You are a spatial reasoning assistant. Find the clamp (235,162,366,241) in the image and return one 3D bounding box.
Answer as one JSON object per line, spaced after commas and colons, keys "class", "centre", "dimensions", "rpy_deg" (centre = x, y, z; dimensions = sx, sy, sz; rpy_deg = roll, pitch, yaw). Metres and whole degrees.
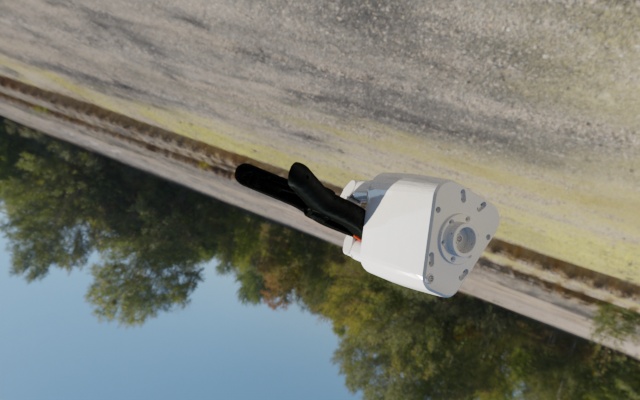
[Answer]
{"class": "clamp", "centre": [0.000, 0.002, 0.516], "dimensions": [0.171, 0.039, 0.120], "rpy_deg": [25, -7, -27]}
